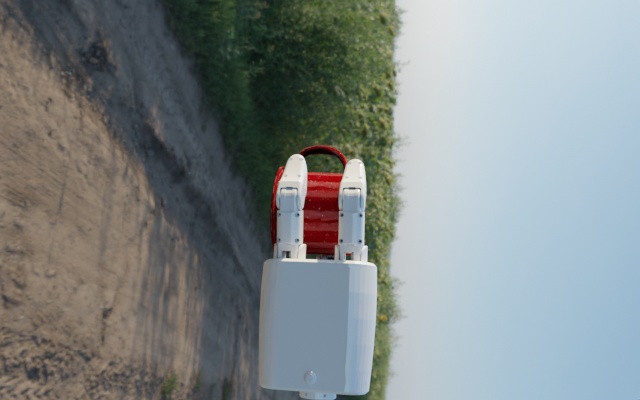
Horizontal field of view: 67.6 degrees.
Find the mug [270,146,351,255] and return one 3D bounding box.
[{"bbox_3d":[0.000,0.000,0.483,0.081,0.117,0.093,2,-13,7],"label":"mug"}]
